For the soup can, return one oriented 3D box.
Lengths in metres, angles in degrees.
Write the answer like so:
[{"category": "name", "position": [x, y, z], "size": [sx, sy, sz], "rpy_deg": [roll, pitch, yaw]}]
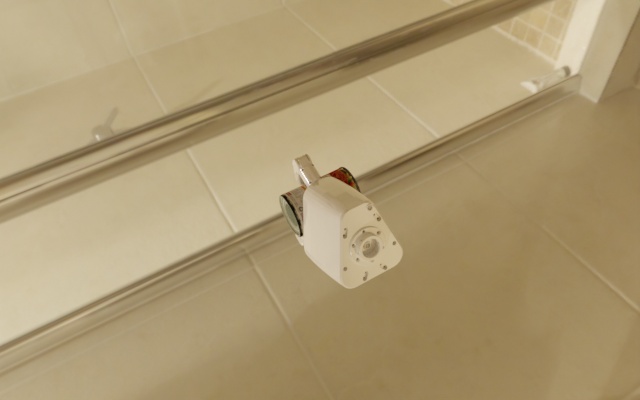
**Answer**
[{"category": "soup can", "position": [0.000, 0.002, 0.688], "size": [0.102, 0.068, 0.068], "rpy_deg": [-25, 7, -16]}]
